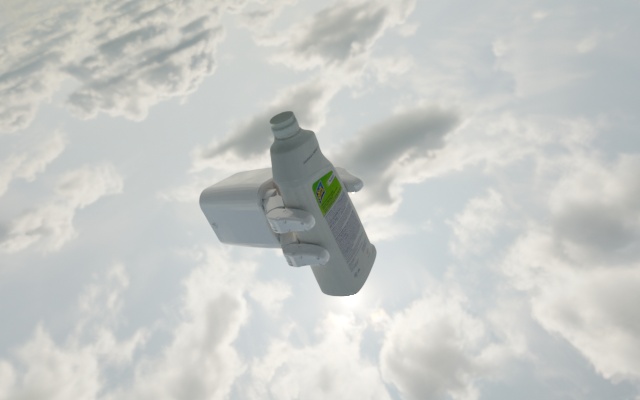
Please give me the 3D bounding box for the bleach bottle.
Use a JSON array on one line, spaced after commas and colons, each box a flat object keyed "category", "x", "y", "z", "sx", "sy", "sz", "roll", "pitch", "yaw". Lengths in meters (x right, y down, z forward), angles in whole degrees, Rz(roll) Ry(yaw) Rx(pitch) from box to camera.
[{"category": "bleach bottle", "x": 0.000, "y": 0.002, "z": 0.597, "sx": 0.068, "sy": 0.251, "sz": 0.102, "roll": -2, "pitch": 37, "yaw": 29}]
